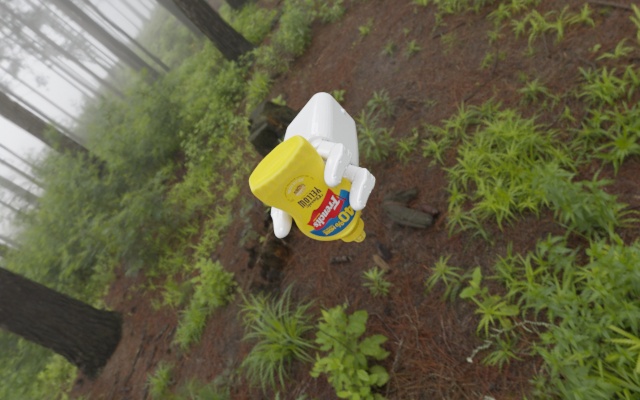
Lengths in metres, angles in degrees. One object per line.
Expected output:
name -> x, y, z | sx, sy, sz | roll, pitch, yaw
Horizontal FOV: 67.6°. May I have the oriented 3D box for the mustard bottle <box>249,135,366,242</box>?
mustard bottle -> 0.000, 0.002, 0.657 | 0.192, 0.096, 0.058 | 41, 11, -34
